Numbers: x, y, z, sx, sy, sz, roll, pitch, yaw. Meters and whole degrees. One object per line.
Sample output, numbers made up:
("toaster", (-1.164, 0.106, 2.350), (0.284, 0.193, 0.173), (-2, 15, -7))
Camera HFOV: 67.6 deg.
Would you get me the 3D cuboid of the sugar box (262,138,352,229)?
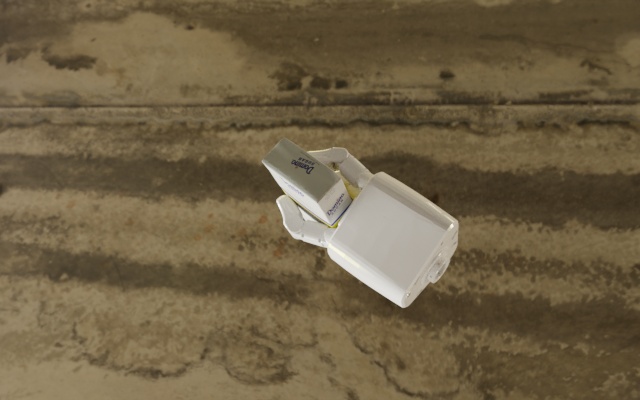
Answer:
("sugar box", (0.001, 0.002, 0.593), (0.093, 0.048, 0.176), (37, -13, 27))
